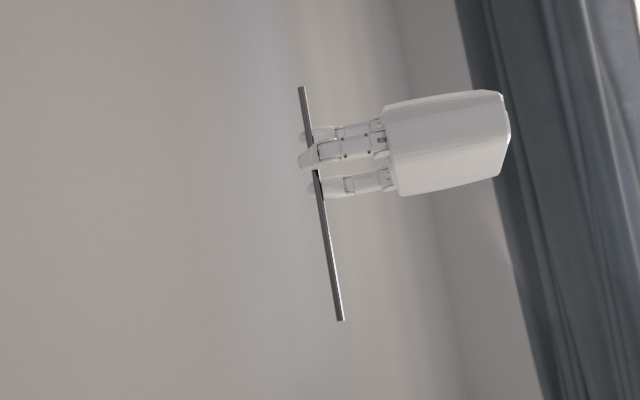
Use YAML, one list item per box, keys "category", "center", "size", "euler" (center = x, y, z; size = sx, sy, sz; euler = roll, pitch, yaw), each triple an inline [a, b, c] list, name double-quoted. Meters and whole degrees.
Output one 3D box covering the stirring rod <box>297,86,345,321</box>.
- category: "stirring rod"
  center: [0.000, 0.001, 0.485]
  size: [0.011, 0.239, 0.011]
  euler: [-10, -4, -1]
